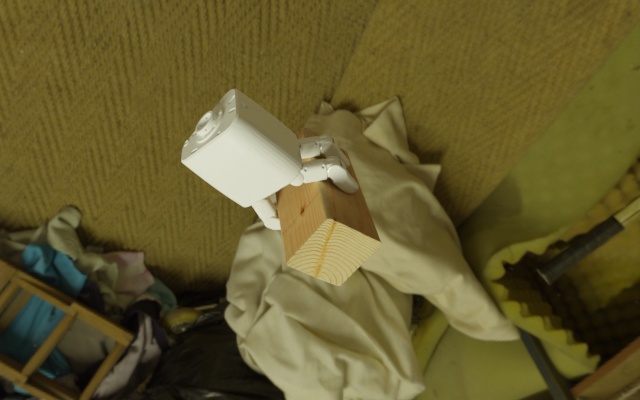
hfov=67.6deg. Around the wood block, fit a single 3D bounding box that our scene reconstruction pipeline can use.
[{"bbox_3d":[0.000,0.002,0.663,0.090,0.091,0.206,26,29,-29],"label":"wood block"}]
